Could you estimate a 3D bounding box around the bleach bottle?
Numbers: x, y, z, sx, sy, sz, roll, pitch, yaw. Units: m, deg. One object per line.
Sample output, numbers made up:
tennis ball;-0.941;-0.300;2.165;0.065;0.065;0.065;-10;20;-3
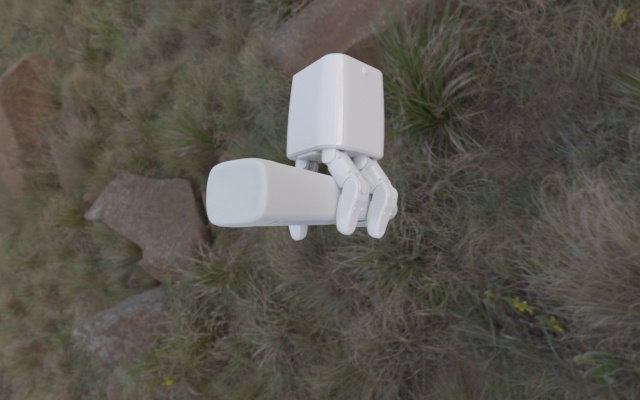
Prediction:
bleach bottle;0.000;0.002;0.561;0.102;0.068;0.251;-4;-8;43
